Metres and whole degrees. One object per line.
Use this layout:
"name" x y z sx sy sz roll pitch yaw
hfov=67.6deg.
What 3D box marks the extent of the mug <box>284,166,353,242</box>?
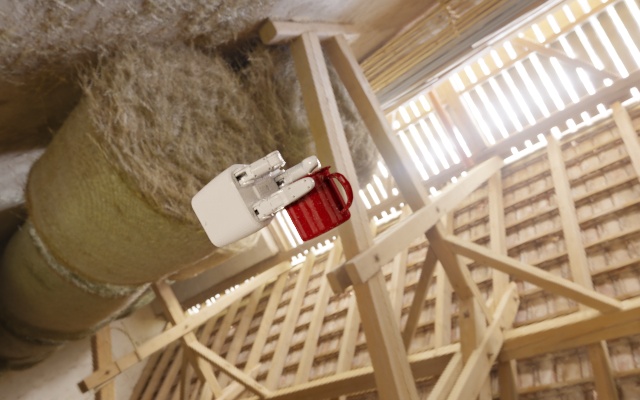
"mug" 0.001 0.002 0.680 0.117 0.081 0.093 -28 0 38
